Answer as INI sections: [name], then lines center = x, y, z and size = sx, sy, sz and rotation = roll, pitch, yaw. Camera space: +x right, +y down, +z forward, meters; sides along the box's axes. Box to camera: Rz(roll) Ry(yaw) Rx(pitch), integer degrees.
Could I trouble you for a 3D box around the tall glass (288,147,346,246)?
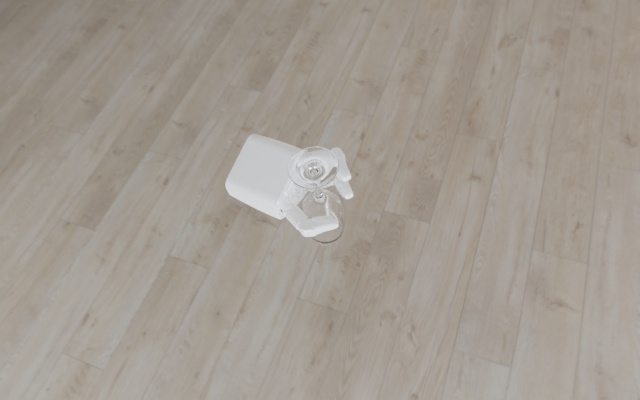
[tall glass]
center = 0.000, 0.002, 0.775
size = 0.079, 0.079, 0.201
rotation = 0, -31, 8
